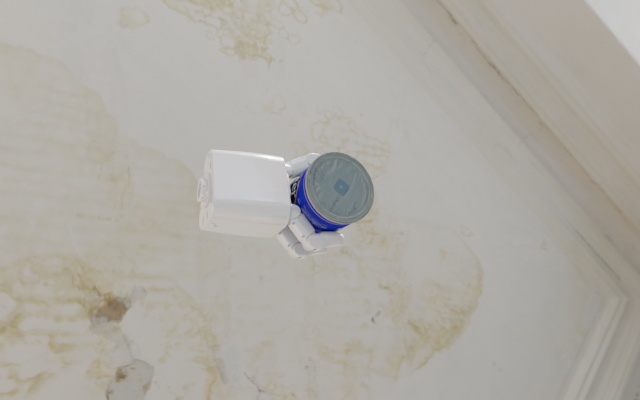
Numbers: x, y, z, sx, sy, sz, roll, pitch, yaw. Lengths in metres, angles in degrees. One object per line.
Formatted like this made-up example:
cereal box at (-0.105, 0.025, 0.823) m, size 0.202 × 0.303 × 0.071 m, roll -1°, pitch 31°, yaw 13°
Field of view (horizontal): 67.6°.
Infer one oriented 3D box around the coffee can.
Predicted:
coffee can at (0.000, 0.002, 0.705) m, size 0.103 × 0.102 × 0.140 m, roll 0°, pitch -18°, yaw -26°
